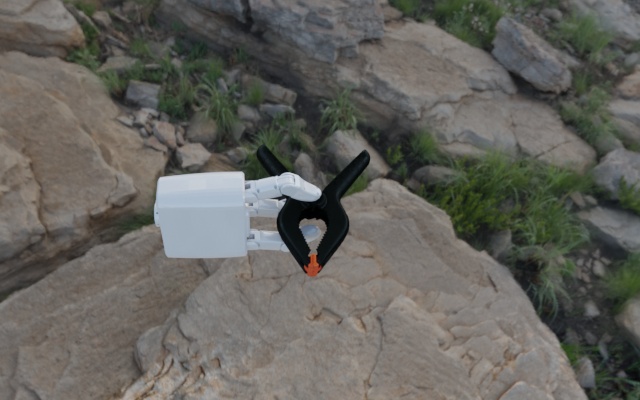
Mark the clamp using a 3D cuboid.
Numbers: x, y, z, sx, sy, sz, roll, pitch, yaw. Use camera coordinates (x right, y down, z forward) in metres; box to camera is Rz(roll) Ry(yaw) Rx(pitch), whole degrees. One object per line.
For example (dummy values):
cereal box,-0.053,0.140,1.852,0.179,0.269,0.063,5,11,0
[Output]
clamp,0.000,0.002,0.644,0.164,0.209,0.036,-4,-36,-7
